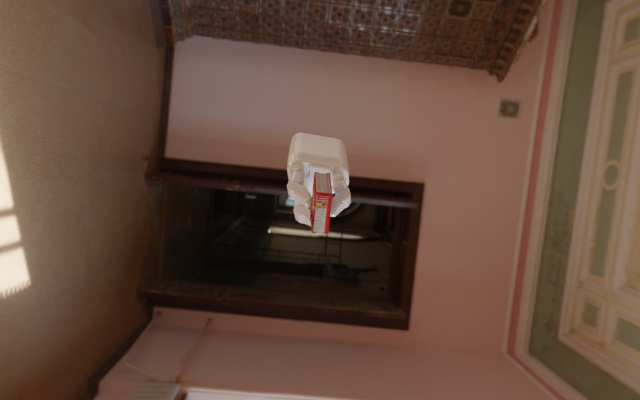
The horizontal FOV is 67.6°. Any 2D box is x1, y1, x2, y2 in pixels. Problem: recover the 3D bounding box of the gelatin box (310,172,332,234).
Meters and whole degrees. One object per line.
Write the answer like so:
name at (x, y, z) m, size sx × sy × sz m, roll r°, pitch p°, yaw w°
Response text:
gelatin box at (0.001, 0.003, 0.791) m, size 0.030 × 0.073 × 0.089 m, roll 4°, pitch 26°, yaw -5°
